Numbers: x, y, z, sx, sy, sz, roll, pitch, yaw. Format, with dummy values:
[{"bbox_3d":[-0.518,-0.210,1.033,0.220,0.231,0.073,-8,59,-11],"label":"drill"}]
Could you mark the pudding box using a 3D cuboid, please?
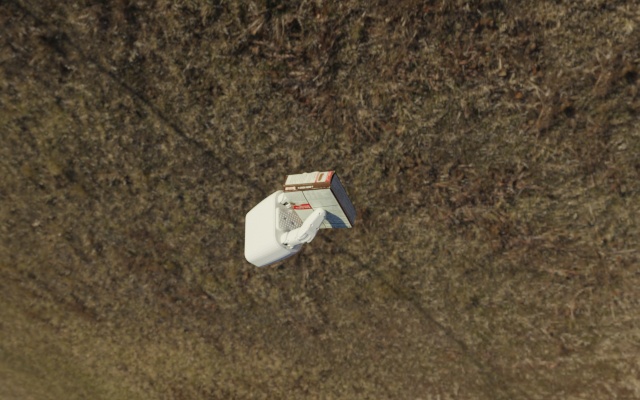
[{"bbox_3d":[0.000,0.003,0.797,0.090,0.039,0.114,-5,-38,25],"label":"pudding box"}]
